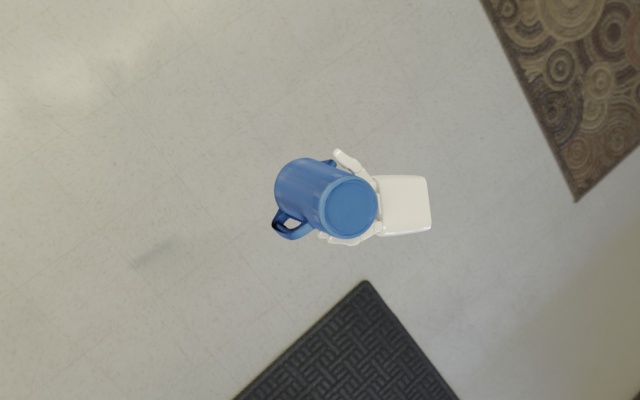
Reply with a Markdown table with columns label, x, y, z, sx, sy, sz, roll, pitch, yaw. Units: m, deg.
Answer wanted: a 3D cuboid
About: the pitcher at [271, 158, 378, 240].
| label | x | y | z | sx | sy | sz | roll | pitch | yaw |
| --- | --- | --- | --- | --- | --- | --- | --- | --- | --- |
| pitcher | 0.000 | 0.003 | 0.886 | 0.145 | 0.149 | 0.243 | -1 | 9 | -20 |
